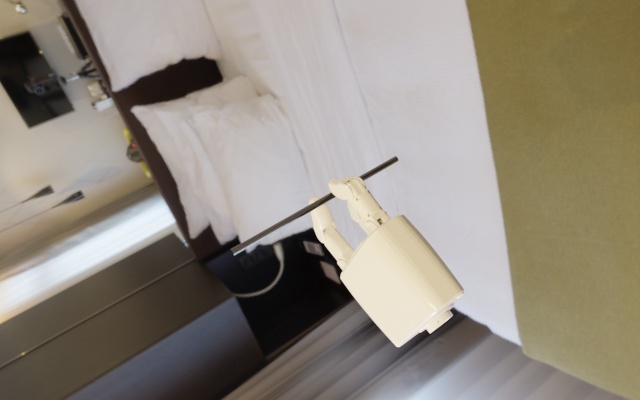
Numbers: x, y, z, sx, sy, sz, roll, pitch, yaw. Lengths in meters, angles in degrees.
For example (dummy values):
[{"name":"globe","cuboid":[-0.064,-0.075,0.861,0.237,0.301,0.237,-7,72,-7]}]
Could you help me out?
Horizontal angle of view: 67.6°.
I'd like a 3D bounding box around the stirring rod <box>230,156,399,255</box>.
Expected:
[{"name":"stirring rod","cuboid":[0.000,0.002,0.569,0.239,0.011,0.011,-30,12,-21]}]
